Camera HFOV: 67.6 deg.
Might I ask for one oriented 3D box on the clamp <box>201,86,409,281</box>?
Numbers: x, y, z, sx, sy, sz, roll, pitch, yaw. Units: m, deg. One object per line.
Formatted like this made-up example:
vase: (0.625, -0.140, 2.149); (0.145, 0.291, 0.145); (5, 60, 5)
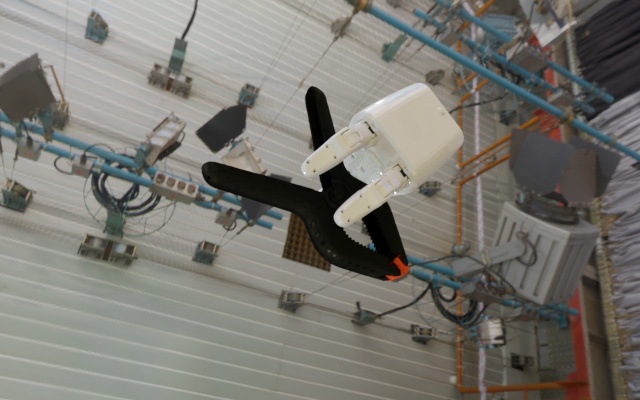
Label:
clamp: (0.000, 0.002, 0.461); (0.164, 0.210, 0.036); (-36, -2, -33)
